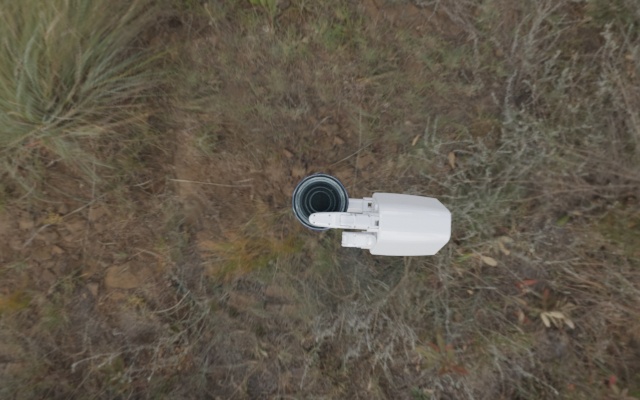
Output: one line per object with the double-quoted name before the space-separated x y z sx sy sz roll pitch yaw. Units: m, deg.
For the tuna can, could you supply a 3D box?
"tuna can" 0.000 0.002 0.718 0.086 0.086 0.034 0 -1 2
